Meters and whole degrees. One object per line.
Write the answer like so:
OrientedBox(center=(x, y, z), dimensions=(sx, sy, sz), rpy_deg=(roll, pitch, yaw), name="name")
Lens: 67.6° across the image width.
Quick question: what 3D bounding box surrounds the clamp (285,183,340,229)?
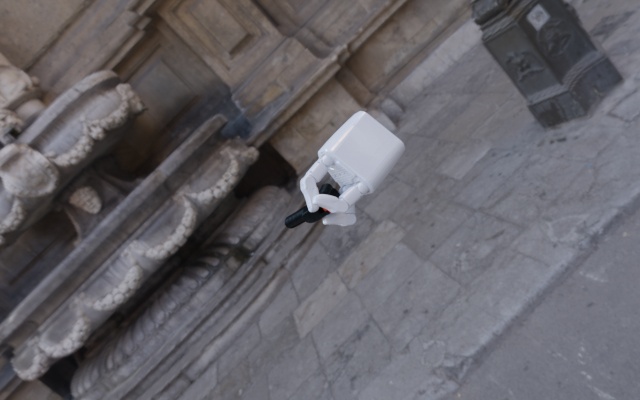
OrientedBox(center=(0.000, 0.003, 0.880), dimensions=(0.039, 0.120, 0.171), rpy_deg=(44, -19, -13), name="clamp")
